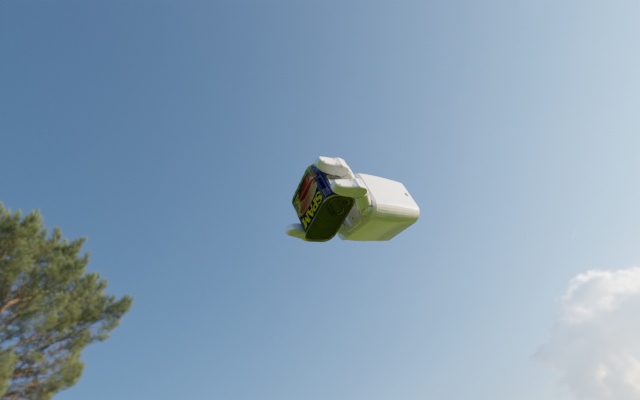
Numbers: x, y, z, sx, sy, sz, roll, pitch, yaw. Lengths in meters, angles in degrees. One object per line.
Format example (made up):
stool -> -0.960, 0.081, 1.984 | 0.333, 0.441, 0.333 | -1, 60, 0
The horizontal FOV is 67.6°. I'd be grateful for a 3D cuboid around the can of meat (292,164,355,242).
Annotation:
can of meat -> 0.000, 0.002, 0.776 | 0.057, 0.102, 0.084 | 4, 41, -32
